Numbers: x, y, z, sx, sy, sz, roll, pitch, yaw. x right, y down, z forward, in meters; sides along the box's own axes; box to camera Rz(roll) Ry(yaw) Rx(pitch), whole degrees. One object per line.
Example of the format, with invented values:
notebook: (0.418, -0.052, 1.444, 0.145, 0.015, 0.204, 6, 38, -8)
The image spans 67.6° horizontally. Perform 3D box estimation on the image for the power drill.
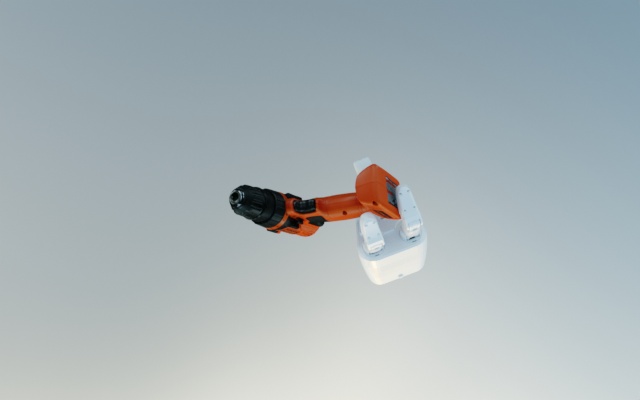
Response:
power drill: (0.001, 0.002, 0.623, 0.187, 0.057, 0.184, -10, -15, 27)
